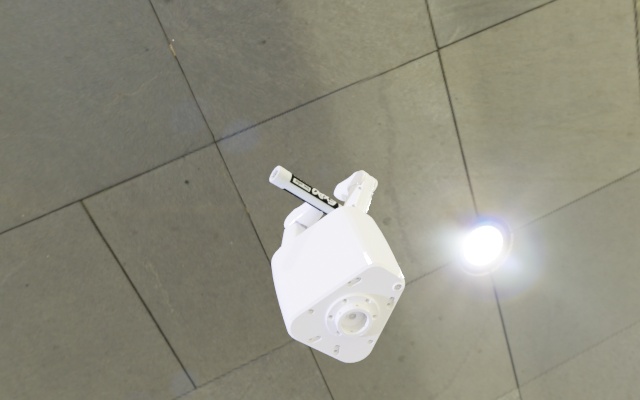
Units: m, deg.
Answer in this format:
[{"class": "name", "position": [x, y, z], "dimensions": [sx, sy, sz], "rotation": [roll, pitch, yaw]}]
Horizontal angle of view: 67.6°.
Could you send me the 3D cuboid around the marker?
[{"class": "marker", "position": [0.000, 0.002, 0.510], "dimensions": [0.121, 0.020, 0.020], "rotation": [32, -14, -24]}]
